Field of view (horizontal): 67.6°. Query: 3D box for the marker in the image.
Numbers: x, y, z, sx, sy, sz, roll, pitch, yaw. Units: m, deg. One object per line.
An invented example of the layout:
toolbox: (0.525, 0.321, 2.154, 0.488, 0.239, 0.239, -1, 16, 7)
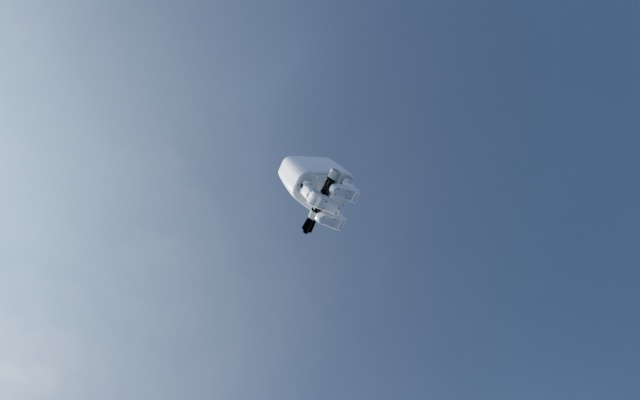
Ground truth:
marker: (0.000, 0.003, 0.803, 0.020, 0.121, 0.020, 25, 13, -6)
